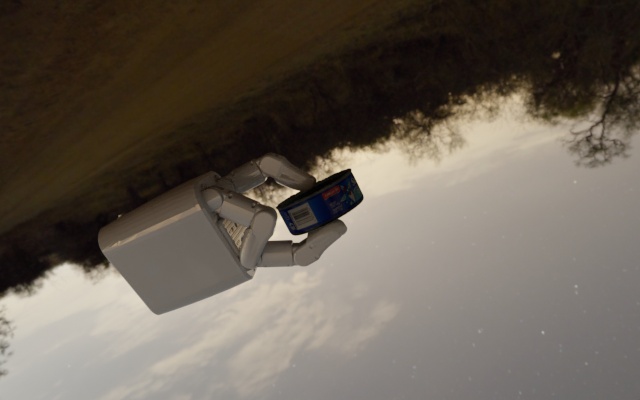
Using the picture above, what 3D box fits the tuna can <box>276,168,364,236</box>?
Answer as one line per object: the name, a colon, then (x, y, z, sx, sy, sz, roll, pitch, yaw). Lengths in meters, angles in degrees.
tuna can: (0.000, 0.002, 0.485, 0.086, 0.034, 0.086, -27, 7, 4)
